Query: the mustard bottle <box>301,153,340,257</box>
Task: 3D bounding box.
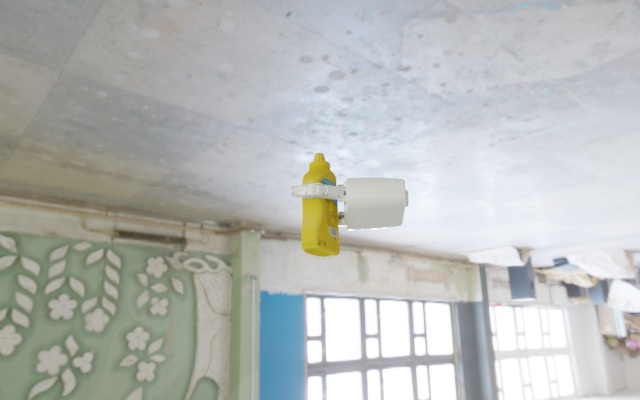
[{"bbox_3d":[0.000,0.003,0.882,0.058,0.191,0.096,-9,-18,27],"label":"mustard bottle"}]
